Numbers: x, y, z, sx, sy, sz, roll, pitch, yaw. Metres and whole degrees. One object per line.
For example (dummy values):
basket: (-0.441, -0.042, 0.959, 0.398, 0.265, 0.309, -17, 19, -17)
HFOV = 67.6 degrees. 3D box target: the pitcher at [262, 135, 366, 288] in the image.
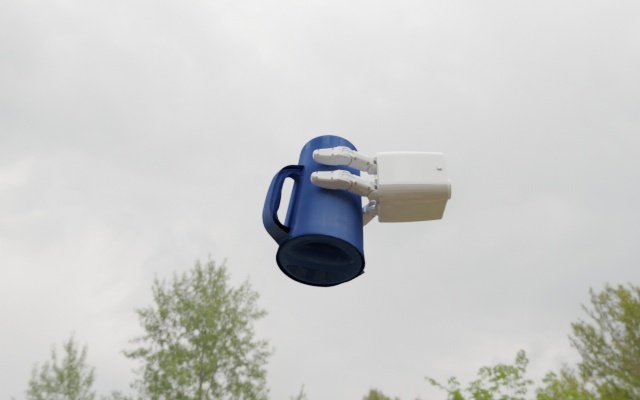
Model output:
pitcher: (0.000, 0.003, 0.772, 0.145, 0.242, 0.149, -2, -43, 8)
